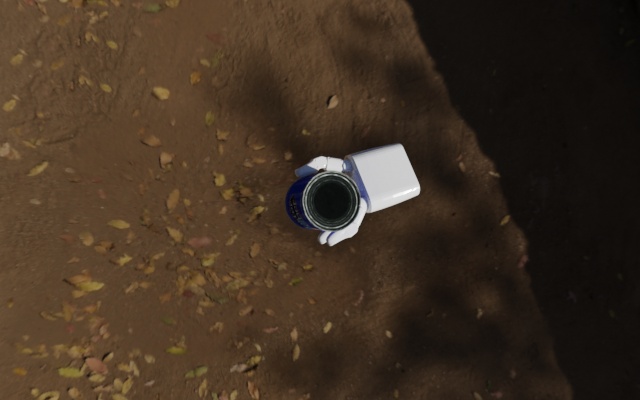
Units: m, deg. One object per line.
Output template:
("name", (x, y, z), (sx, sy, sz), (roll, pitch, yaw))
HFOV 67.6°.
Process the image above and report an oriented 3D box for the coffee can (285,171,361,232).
("coffee can", (0.000, 0.003, 0.856), (0.103, 0.103, 0.140), (0, -1, -16))
